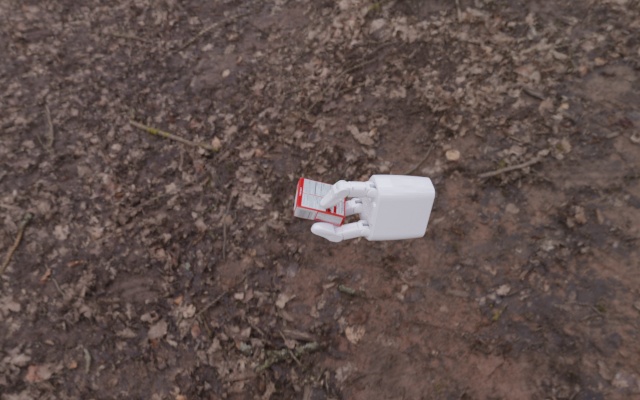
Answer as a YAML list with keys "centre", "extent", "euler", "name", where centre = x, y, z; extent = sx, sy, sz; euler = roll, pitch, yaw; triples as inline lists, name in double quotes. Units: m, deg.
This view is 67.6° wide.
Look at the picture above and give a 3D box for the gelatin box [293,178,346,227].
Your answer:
- centre: [0.000, 0.002, 0.845]
  extent: [0.089, 0.073, 0.030]
  euler: [13, -45, -9]
  name: "gelatin box"
